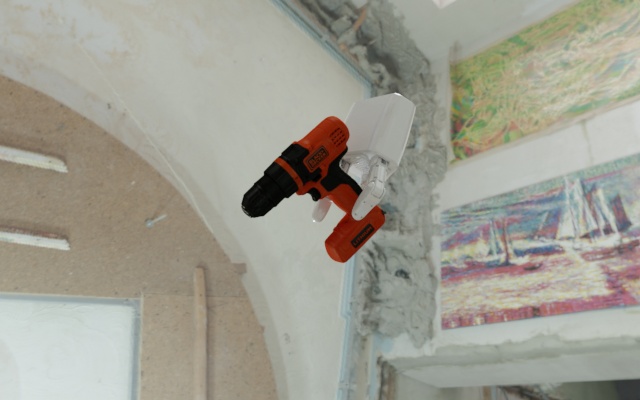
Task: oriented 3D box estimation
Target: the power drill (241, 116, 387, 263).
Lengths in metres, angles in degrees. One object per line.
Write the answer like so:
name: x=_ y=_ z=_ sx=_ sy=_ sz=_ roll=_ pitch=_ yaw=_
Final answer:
power drill: x=0.000 y=0.002 z=0.681 sx=0.184 sy=0.188 sz=0.057 roll=-43 pitch=33 yaw=-12
